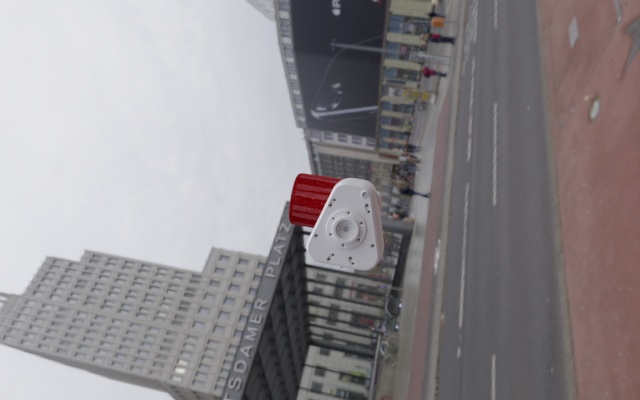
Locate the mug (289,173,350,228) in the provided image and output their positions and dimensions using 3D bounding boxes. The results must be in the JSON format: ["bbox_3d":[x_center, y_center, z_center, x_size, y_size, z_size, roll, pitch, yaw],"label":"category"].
[{"bbox_3d":[0.000,0.002,0.751,0.081,0.093,0.117,10,4,6],"label":"mug"}]
